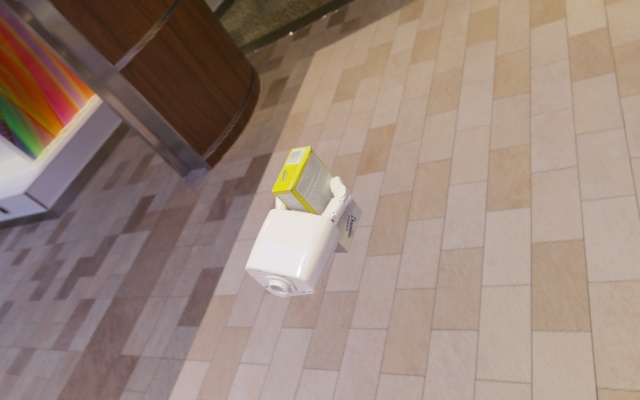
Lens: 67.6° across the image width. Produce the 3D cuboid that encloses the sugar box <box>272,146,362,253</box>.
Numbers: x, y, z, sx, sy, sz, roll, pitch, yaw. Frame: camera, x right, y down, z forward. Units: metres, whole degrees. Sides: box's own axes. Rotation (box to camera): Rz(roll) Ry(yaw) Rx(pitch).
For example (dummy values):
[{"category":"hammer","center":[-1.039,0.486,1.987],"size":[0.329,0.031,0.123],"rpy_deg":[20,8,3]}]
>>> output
[{"category":"sugar box","center":[0.000,0.003,0.792],"size":[0.048,0.093,0.176],"rpy_deg":[-3,-40,36]}]
